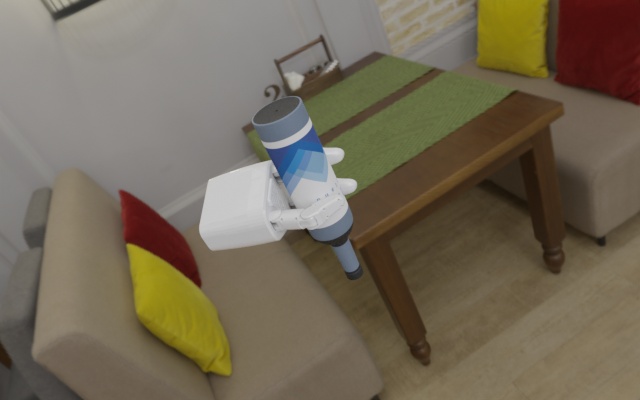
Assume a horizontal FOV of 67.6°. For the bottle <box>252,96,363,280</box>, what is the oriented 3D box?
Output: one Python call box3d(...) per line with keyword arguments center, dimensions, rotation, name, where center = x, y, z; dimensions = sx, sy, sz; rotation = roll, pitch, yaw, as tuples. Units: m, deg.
box3d(center=(0.000, 0.002, 0.657), dimensions=(0.069, 0.296, 0.069), rotation=(-18, 34, 12), name="bottle")
